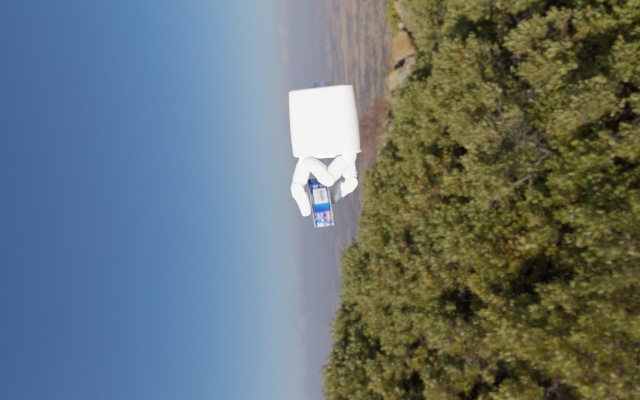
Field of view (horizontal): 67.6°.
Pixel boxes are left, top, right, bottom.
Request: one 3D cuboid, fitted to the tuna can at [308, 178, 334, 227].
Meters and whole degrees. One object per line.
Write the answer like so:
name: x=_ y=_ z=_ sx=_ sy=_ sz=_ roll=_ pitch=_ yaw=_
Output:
tuna can: x=0.000 y=0.003 z=0.825 sx=0.034 sy=0.086 sz=0.086 roll=-9 pitch=0 yaw=-2
